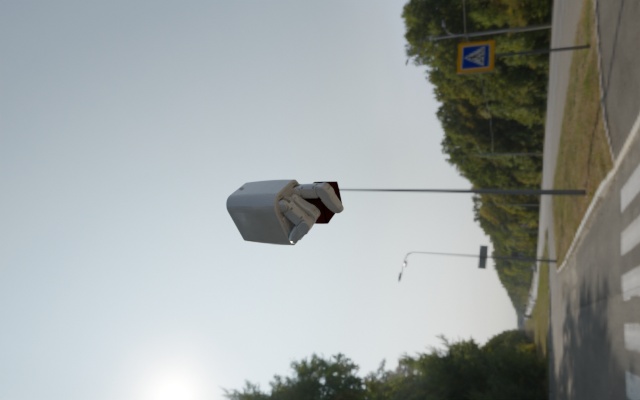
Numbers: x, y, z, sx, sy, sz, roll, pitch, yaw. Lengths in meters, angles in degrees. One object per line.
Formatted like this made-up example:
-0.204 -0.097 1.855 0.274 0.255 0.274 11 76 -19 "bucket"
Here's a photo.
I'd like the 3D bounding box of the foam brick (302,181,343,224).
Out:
0.000 0.003 0.881 0.051 0.053 0.078 0 25 25 "foam brick"
